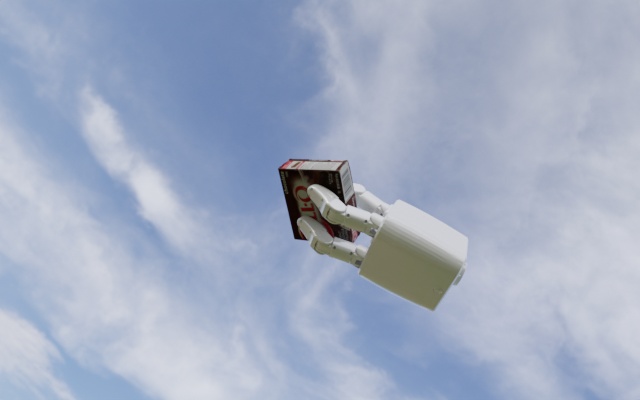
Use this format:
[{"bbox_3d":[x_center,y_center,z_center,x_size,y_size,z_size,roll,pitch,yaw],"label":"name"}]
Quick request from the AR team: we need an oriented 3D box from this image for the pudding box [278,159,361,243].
[{"bbox_3d":[0.000,0.002,0.631,0.090,0.113,0.039,3,28,27],"label":"pudding box"}]
